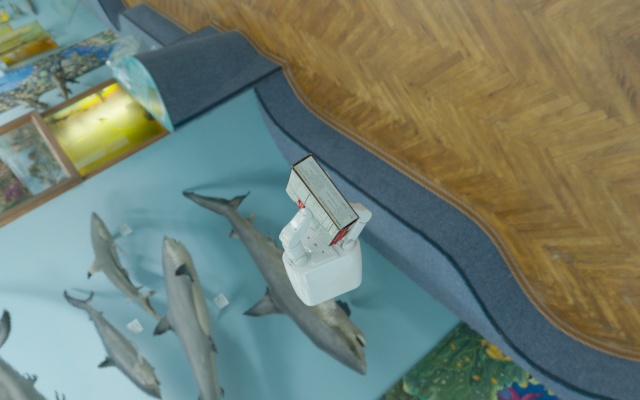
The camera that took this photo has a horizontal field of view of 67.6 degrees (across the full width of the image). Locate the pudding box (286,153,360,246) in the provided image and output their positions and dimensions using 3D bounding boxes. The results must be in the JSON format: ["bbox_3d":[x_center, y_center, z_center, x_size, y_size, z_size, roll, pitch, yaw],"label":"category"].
[{"bbox_3d":[0.000,0.002,0.665,0.039,0.113,0.090,-35,-10,-19],"label":"pudding box"}]
